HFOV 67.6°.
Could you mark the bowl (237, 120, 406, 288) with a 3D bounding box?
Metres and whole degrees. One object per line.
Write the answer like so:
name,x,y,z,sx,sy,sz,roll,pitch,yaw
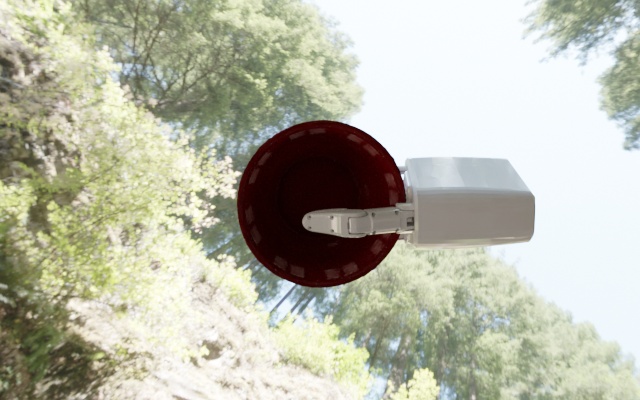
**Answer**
bowl,-0.001,0.001,0.476,0.162,0.162,0.055,0,10,-6
